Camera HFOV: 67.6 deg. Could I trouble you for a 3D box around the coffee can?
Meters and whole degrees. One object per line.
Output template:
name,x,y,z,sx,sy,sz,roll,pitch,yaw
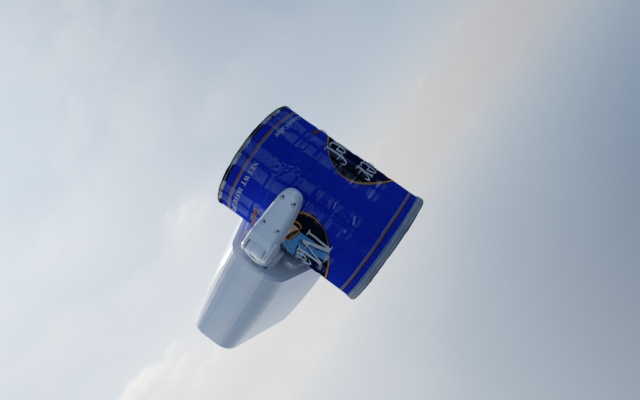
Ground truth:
coffee can,0.000,0.001,0.406,0.140,0.103,0.103,36,4,5
